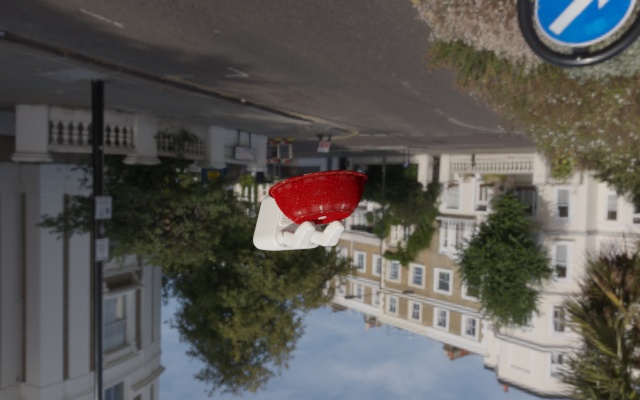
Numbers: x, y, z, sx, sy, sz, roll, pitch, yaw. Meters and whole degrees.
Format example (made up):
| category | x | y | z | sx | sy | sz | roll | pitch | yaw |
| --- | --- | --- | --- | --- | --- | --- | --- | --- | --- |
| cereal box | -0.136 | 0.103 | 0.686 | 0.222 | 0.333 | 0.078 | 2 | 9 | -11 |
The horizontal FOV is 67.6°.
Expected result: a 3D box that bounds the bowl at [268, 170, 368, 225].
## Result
| category | x | y | z | sx | sy | sz | roll | pitch | yaw |
| --- | --- | --- | --- | --- | --- | --- | --- | --- | --- |
| bowl | 0.001 | 0.003 | 0.757 | 0.162 | 0.055 | 0.162 | -8 | -14 | -2 |
